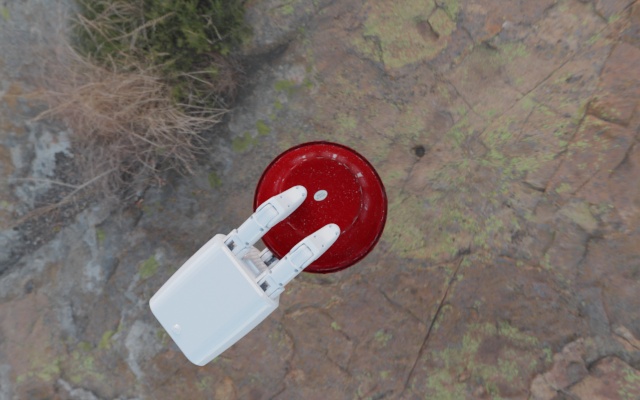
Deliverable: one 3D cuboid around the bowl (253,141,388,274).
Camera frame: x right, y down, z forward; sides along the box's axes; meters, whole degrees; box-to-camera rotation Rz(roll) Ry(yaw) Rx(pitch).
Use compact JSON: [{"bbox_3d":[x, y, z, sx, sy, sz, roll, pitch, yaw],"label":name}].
[{"bbox_3d":[0.001,0.001,0.546,0.162,0.162,0.055,0,-11,0],"label":"bowl"}]
